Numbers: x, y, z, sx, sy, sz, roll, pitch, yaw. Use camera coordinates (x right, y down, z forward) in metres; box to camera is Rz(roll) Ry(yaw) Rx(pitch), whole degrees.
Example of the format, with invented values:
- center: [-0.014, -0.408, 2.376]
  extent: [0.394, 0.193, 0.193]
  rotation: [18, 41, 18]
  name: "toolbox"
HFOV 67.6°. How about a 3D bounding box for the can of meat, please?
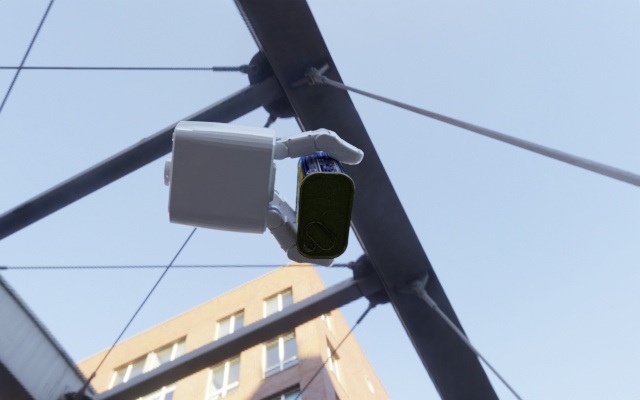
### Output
- center: [0.000, 0.002, 0.543]
  extent: [0.057, 0.102, 0.084]
  rotation: [2, 24, -8]
  name: "can of meat"
